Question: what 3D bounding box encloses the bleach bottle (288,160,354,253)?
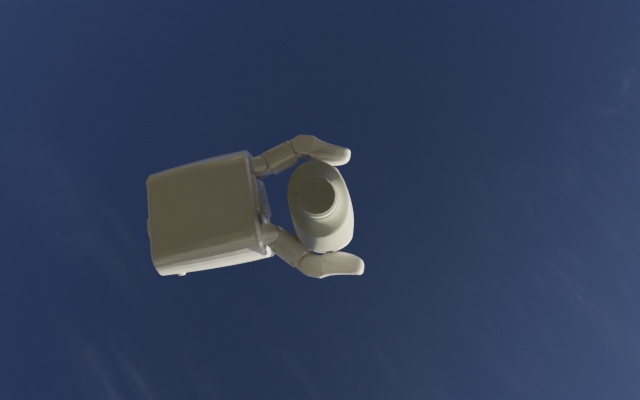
[{"bbox_3d":[0.000,0.002,0.483,0.068,0.102,0.251,-13,-7,1],"label":"bleach bottle"}]
